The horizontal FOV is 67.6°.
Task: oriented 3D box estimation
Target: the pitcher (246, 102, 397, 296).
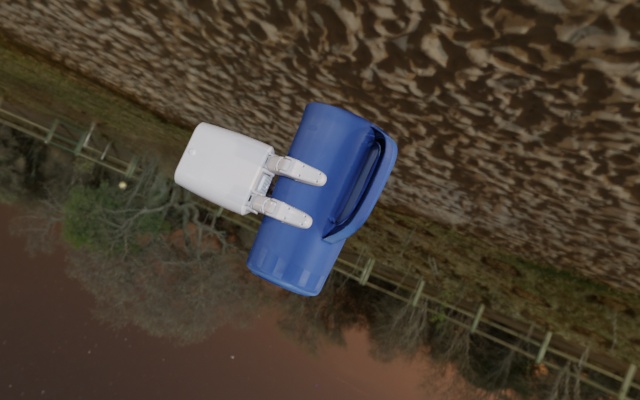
[{"bbox_3d":[0.000,0.002,0.643,0.145,0.243,0.149,23,-5,7],"label":"pitcher"}]
